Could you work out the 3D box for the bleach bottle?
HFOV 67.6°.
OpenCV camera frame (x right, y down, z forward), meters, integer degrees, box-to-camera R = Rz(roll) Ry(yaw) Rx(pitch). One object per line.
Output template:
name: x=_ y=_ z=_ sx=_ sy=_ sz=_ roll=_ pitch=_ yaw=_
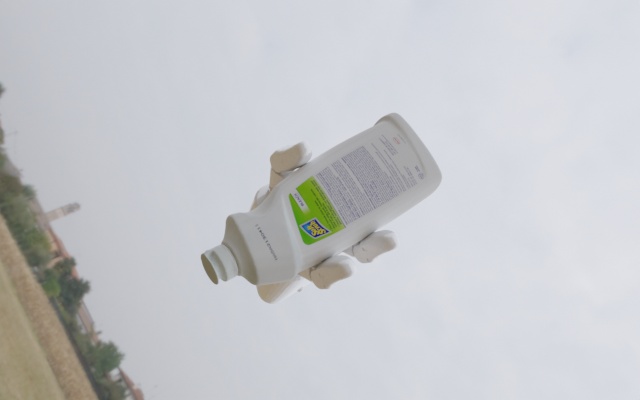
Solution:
bleach bottle: x=0.000 y=0.002 z=0.460 sx=0.251 sy=0.102 sz=0.068 roll=-27 pitch=-15 yaw=-29
